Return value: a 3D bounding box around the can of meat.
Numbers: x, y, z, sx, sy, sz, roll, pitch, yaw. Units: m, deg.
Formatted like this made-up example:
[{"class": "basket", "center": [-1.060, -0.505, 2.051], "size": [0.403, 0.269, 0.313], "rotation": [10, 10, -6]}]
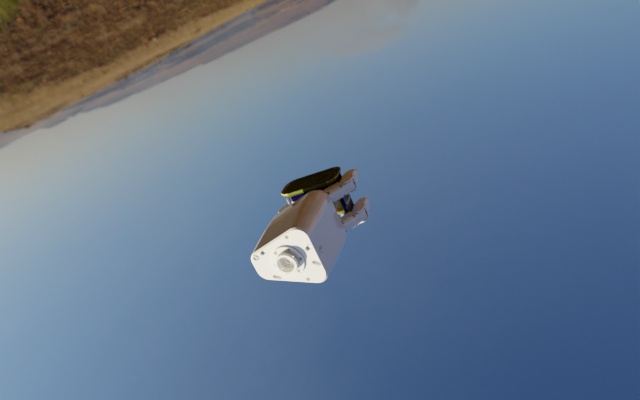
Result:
[{"class": "can of meat", "center": [0.000, 0.003, 0.782], "size": [0.102, 0.084, 0.057], "rotation": [-17, 22, 21]}]
